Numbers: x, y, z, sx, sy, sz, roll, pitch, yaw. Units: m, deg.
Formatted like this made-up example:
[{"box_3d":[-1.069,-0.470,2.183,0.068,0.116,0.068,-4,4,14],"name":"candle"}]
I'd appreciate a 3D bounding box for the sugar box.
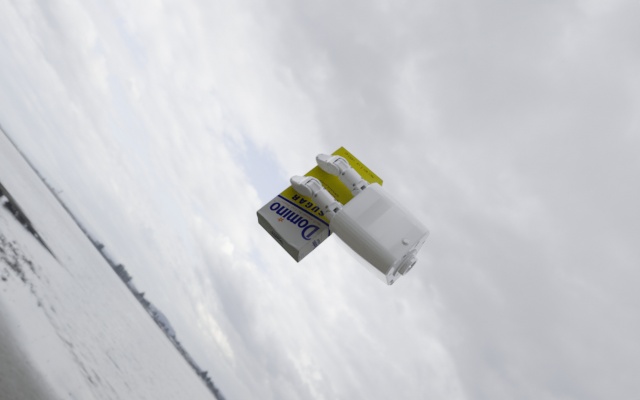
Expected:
[{"box_3d":[0.000,0.002,0.718,0.176,0.093,0.048,-38,-23,-23],"name":"sugar box"}]
